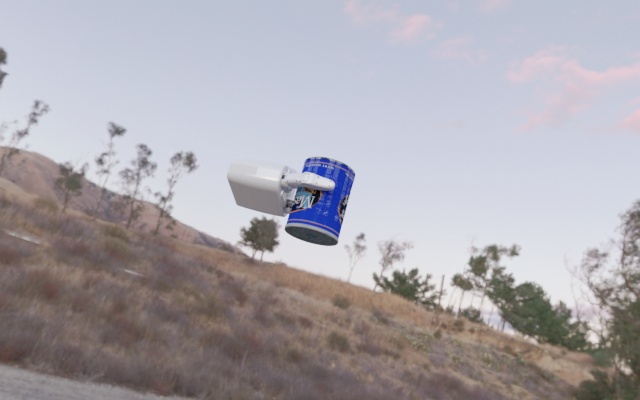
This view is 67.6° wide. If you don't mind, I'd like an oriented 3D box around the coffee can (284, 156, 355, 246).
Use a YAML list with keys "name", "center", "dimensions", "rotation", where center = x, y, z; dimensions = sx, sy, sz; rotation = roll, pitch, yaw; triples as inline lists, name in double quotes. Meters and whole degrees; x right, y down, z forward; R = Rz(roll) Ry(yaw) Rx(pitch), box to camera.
- name: "coffee can"
  center: [0.000, 0.003, 0.899]
  dimensions: [0.103, 0.140, 0.103]
  rotation: [14, -19, 5]
